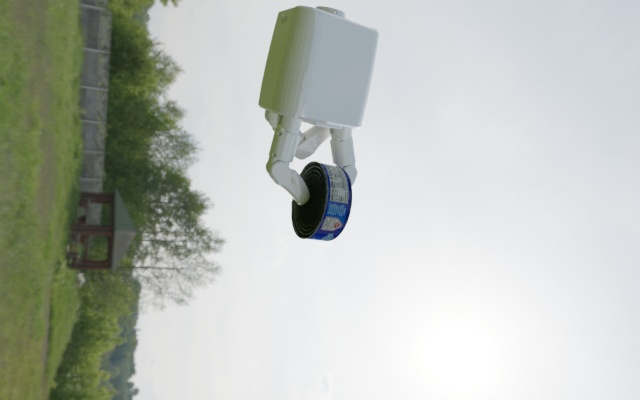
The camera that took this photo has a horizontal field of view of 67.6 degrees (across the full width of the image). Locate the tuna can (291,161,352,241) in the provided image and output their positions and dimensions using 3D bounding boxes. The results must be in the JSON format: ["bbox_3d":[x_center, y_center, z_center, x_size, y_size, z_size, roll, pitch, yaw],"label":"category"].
[{"bbox_3d":[0.001,0.002,0.526,0.034,0.086,0.086,9,-4,-26],"label":"tuna can"}]
